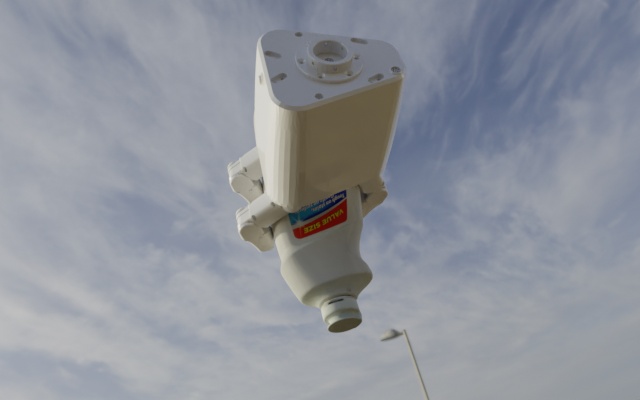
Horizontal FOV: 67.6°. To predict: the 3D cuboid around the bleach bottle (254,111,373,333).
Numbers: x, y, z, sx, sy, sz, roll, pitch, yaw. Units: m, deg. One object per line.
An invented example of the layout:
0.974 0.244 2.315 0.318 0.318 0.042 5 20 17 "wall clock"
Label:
0.000 0.002 0.458 0.102 0.250 0.068 -8 -36 -12 "bleach bottle"
